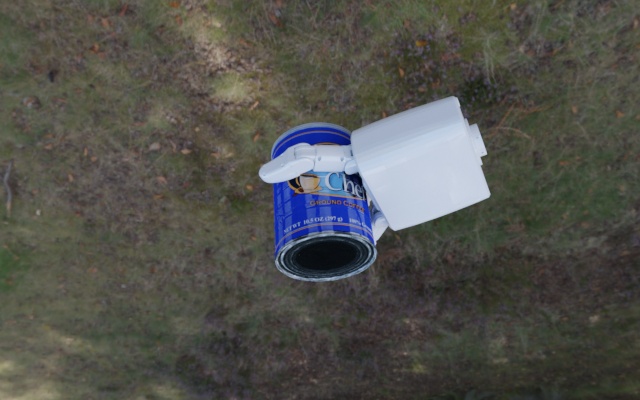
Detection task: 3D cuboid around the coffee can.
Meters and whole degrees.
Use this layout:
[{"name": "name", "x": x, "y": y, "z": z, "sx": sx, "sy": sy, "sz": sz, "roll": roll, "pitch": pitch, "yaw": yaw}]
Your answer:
[{"name": "coffee can", "x": 0.000, "y": 0.002, "z": 0.515, "sx": 0.103, "sy": 0.140, "sz": 0.103, "roll": -4, "pitch": -34, "yaw": -3}]
